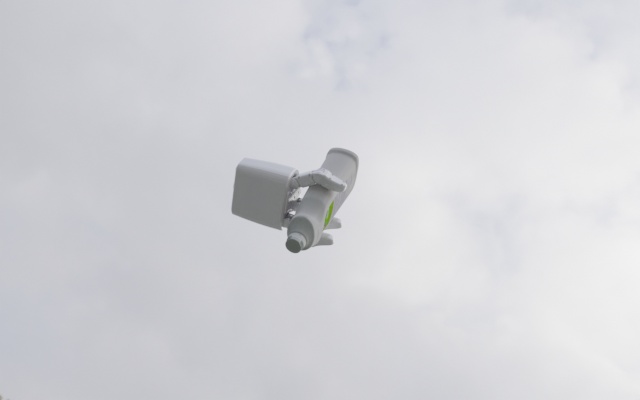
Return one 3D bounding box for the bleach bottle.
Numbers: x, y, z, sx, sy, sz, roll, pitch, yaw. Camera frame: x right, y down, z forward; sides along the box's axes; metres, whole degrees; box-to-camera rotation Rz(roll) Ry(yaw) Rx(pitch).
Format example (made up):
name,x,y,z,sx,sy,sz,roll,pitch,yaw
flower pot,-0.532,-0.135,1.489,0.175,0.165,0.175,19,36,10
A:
name,x,y,z,sx,sy,sz,roll,pitch,yaw
bleach bottle,0.000,0.003,0.860,0.068,0.103,0.250,16,36,13
